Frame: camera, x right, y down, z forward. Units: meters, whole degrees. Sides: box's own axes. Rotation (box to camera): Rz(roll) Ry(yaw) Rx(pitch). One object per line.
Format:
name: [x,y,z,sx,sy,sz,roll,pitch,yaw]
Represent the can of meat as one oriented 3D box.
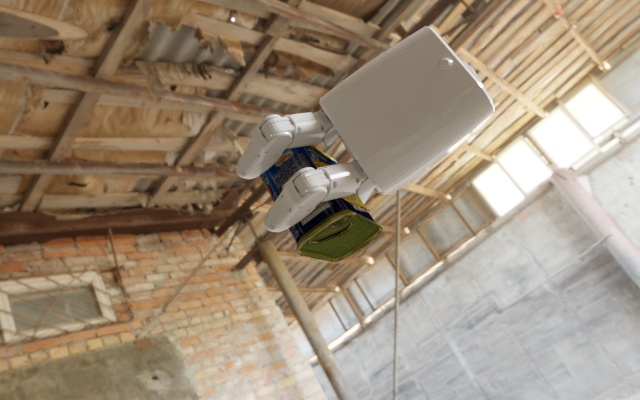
can of meat: [0.000,0.001,0.420,0.057,0.084,0.102,-37,-24,14]
